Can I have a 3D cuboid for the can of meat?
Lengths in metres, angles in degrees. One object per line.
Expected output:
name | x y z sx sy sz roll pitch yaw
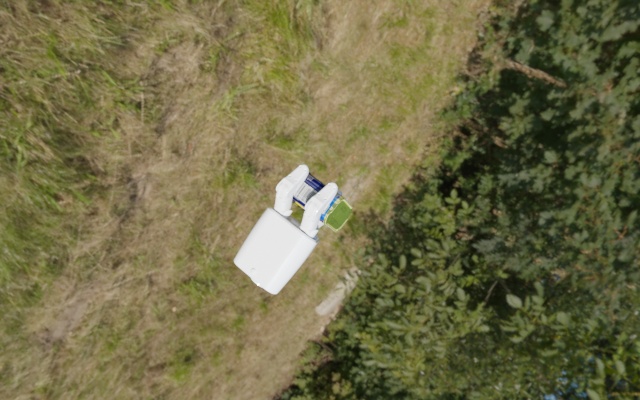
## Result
can of meat | 0.000 0.003 0.778 0.084 0.057 0.102 36 -2 20
